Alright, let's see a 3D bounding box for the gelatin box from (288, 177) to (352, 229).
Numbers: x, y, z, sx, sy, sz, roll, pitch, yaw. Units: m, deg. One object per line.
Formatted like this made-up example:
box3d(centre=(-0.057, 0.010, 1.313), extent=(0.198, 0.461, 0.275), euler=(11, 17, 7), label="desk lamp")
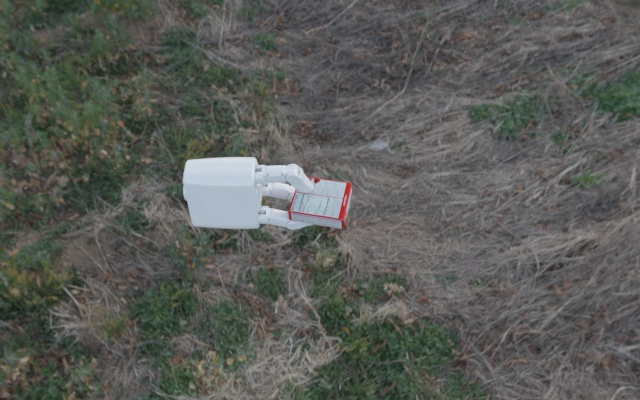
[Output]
box3d(centre=(0.000, 0.002, 0.757), extent=(0.089, 0.073, 0.030), euler=(8, -35, 10), label="gelatin box")
